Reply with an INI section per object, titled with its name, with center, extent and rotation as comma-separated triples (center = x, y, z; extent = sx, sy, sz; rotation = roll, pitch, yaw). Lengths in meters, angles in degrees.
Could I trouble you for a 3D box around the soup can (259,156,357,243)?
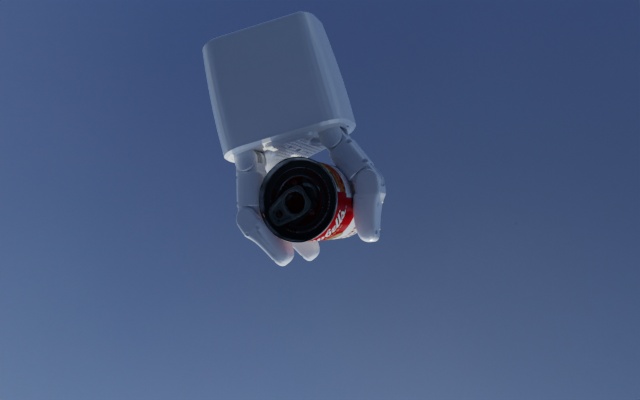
[soup can]
center = 0.000, 0.002, 0.419
extent = 0.068, 0.068, 0.102
rotation = 0, -2, 22
